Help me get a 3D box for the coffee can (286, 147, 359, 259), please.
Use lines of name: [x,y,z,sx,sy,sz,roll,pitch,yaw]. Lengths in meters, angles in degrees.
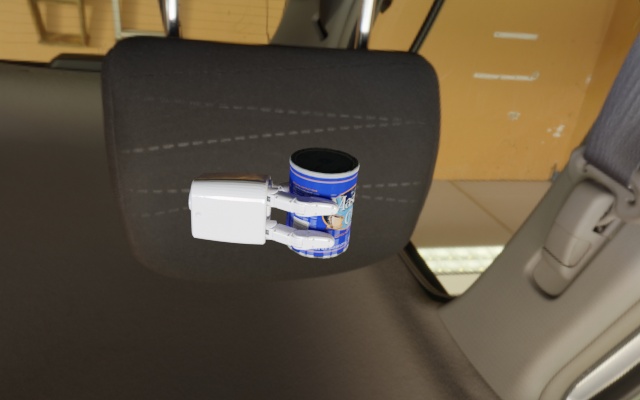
coffee can: [0.000,0.002,0.732,0.103,0.140,0.102,5,27,-2]
